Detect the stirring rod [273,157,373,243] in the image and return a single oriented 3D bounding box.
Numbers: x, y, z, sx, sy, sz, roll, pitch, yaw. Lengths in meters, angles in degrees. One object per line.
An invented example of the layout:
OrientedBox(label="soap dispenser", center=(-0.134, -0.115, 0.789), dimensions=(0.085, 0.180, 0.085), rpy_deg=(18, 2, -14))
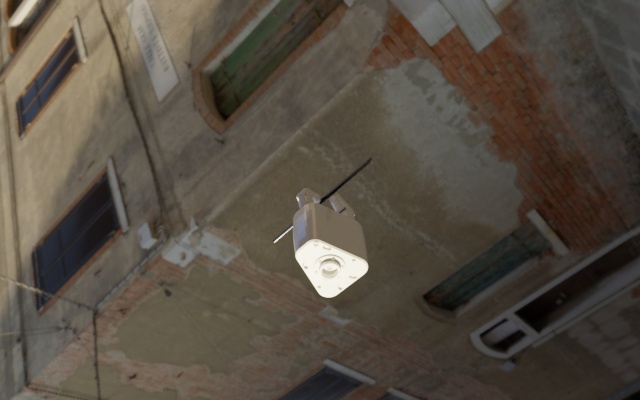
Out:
OrientedBox(label="stirring rod", center=(0.000, 0.003, 0.859), dimensions=(0.239, 0.011, 0.011), rpy_deg=(-40, -15, 18))
